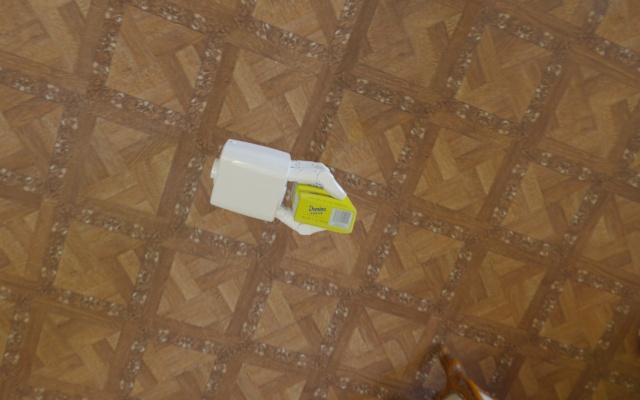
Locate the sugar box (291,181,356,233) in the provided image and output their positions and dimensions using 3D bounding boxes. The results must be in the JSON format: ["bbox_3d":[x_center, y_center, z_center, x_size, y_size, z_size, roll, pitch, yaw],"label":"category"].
[{"bbox_3d":[0.000,0.002,0.808,0.093,0.048,0.176,14,14,-9],"label":"sugar box"}]
